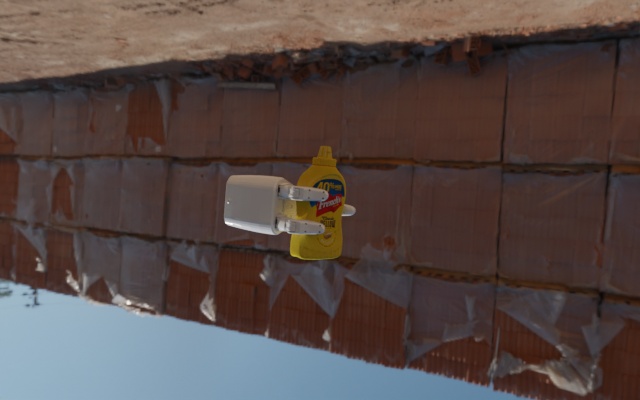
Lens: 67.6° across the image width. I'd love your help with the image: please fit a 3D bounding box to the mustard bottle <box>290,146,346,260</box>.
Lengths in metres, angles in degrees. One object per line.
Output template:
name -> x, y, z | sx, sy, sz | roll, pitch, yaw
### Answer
mustard bottle -> 0.000, 0.003, 0.822 | 0.096, 0.191, 0.058 | 2, 4, -39
